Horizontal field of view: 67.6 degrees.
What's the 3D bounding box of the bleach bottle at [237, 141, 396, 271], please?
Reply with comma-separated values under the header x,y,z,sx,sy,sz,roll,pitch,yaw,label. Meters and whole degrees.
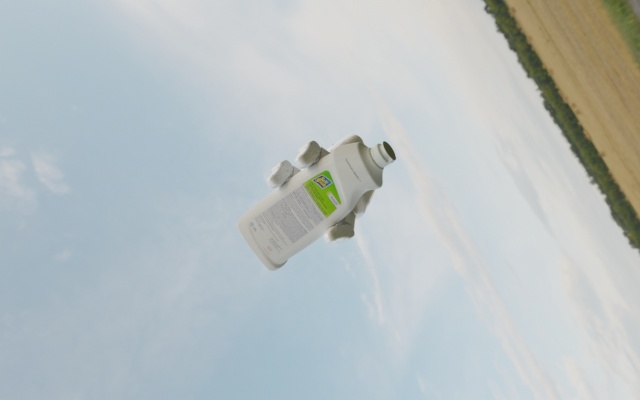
x,y,z,sx,sy,sz,roll,pitch,yaw,label
0.000,0.002,0.668,0.251,0.102,0.068,-32,9,29,bleach bottle
